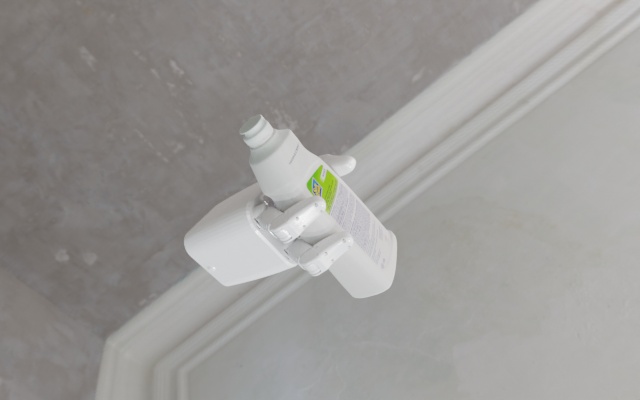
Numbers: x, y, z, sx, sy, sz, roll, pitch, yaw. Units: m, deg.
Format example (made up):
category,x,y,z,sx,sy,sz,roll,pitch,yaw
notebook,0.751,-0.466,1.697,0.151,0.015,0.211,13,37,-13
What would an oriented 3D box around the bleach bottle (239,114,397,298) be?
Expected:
category,x,y,z,sx,sy,sz,roll,pitch,yaw
bleach bottle,0.000,0.002,0.546,0.068,0.251,0.102,-22,34,27
